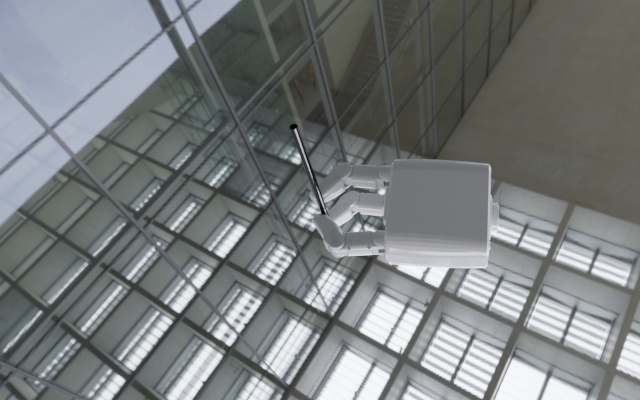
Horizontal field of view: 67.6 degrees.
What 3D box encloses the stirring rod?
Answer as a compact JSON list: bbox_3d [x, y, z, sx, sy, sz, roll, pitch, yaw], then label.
[{"bbox_3d":[0.000,0.002,0.543,0.011,0.011,0.240,0,-36,15],"label":"stirring rod"}]
